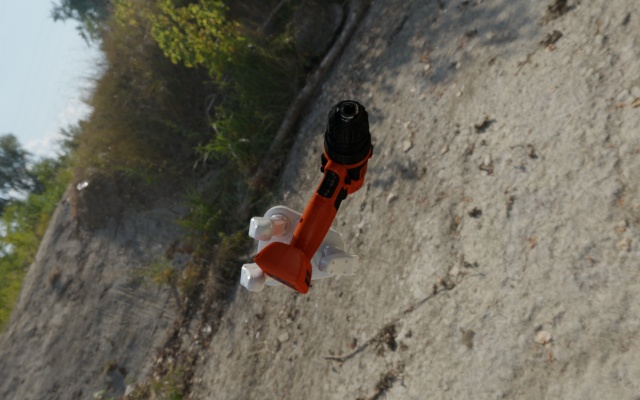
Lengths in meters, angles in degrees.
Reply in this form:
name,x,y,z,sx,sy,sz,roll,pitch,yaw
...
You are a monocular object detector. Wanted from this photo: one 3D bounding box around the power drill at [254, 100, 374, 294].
name,x,y,z,sx,sy,sz,roll,pitch,yaw
power drill,0.000,0.002,0.518,0.057,0.187,0.184,26,-16,13
